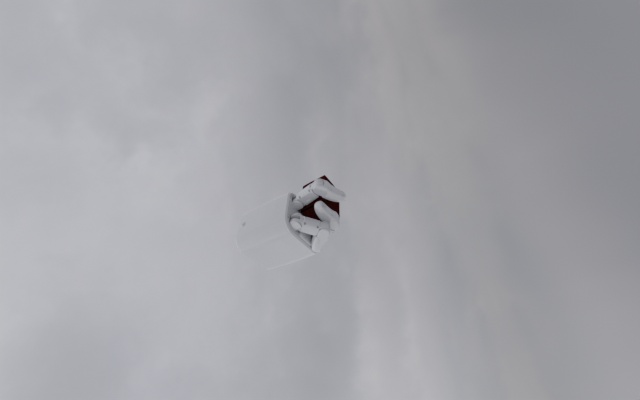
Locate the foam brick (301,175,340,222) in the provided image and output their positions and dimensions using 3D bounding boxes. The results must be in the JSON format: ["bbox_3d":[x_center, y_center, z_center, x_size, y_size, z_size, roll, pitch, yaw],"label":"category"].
[{"bbox_3d":[0.000,0.003,0.862,0.051,0.053,0.078,-27,32,21],"label":"foam brick"}]
